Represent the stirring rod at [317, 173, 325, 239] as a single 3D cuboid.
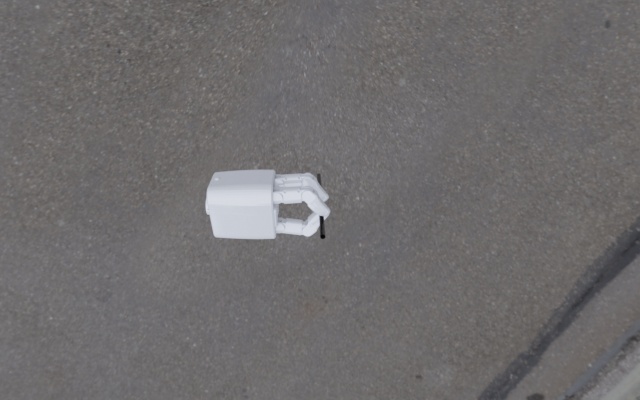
[{"bbox_3d":[0.000,0.003,0.838,0.011,0.011,0.239,0,26,-2],"label":"stirring rod"}]
